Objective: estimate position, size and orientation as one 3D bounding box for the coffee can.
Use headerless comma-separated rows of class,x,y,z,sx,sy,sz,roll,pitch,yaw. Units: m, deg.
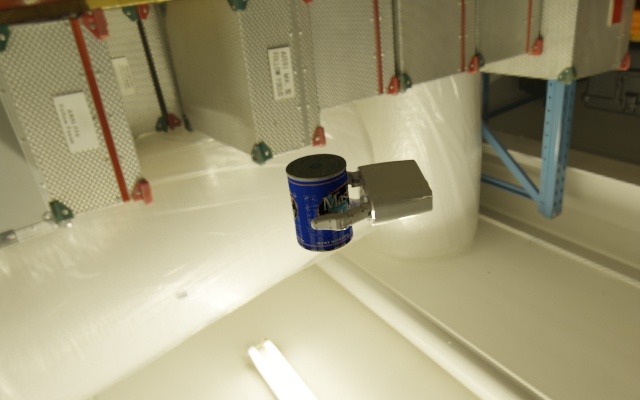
coffee can,0.000,0.003,0.825,0.103,0.140,0.102,-6,27,3
